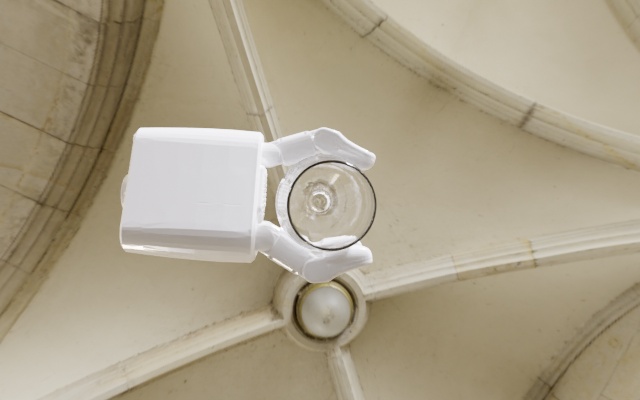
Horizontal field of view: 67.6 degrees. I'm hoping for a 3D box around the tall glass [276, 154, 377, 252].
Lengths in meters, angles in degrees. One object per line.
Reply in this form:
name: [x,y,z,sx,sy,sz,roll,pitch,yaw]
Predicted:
tall glass: [0.000,0.001,0.421,0.079,0.079,0.201,0,1,-5]
